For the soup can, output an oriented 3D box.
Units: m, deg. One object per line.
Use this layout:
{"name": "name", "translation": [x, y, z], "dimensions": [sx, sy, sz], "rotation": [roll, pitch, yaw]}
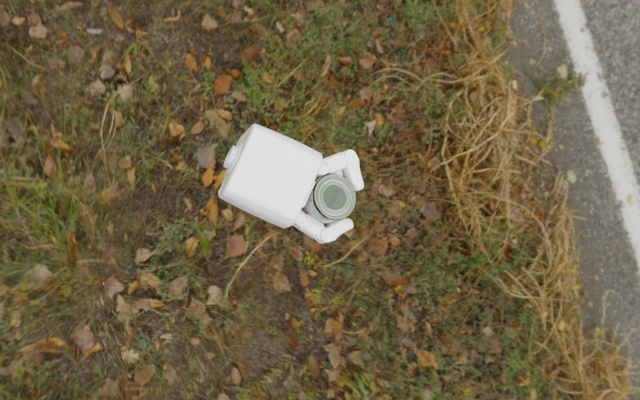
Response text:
{"name": "soup can", "translation": [0.001, 0.003, 0.707], "dimensions": [0.068, 0.068, 0.102], "rotation": [0, -9, -24]}
